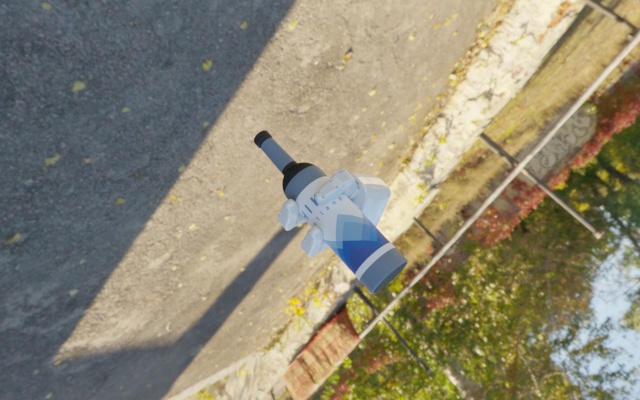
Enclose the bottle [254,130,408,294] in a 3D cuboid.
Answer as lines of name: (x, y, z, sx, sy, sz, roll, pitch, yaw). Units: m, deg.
bottle: (0.000, 0.002, 0.691, 0.295, 0.069, 0.069, 47, 21, 20)
